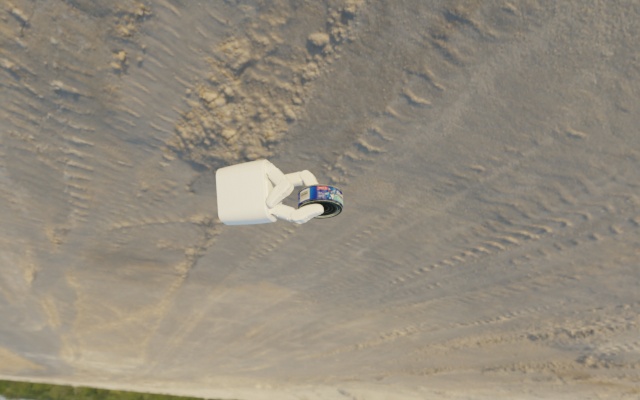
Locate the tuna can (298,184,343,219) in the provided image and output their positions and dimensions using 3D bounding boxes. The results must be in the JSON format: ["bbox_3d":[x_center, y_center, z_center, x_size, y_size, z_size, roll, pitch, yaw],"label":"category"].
[{"bbox_3d":[0.000,0.003,0.894,0.086,0.033,0.086,0,-26,0],"label":"tuna can"}]
